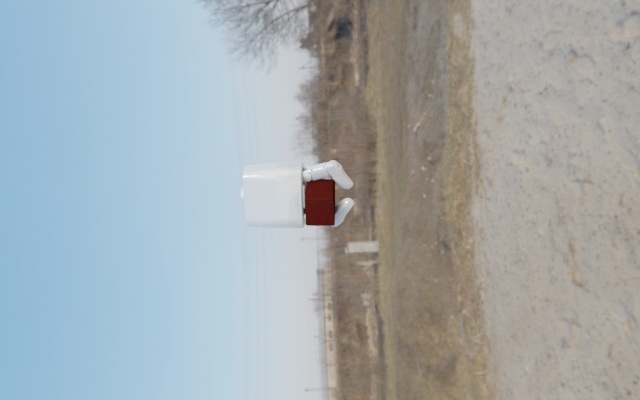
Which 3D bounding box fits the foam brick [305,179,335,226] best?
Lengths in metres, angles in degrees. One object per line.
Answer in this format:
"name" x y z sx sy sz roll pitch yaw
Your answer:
"foam brick" 0.000 0.003 0.834 0.051 0.053 0.078 0 30 1
